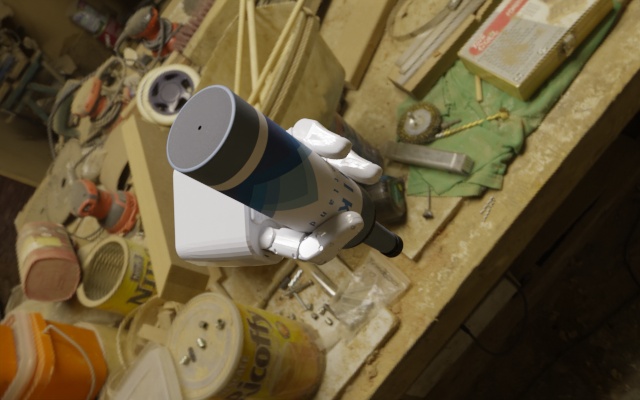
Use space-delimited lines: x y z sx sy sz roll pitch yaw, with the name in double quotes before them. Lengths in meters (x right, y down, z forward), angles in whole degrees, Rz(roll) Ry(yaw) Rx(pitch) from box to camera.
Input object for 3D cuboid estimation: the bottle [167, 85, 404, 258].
"bottle" 0.000 0.001 0.434 0.069 0.069 0.296 0 -20 37
